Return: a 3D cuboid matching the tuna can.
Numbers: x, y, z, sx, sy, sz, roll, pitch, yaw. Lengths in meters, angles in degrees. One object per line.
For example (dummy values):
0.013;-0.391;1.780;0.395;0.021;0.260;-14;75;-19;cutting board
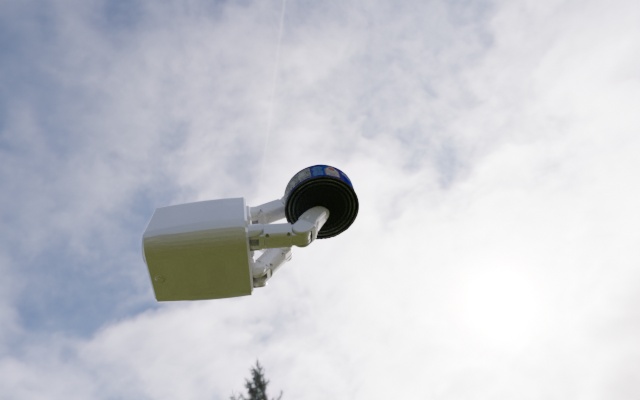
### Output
0.000;0.002;0.556;0.086;0.086;0.033;0;32;-8;tuna can
